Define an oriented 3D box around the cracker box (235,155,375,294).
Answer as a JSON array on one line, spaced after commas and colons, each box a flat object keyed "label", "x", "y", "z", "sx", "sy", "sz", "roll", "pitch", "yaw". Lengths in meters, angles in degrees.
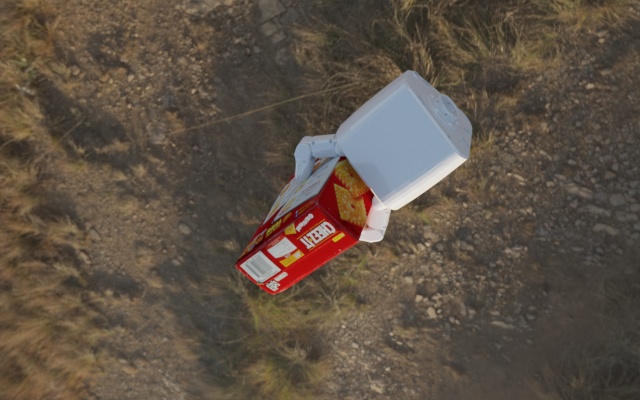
[{"label": "cracker box", "x": 0.000, "y": 0.002, "z": 0.616, "sx": 0.164, "sy": 0.072, "sz": 0.213, "roll": -38, "pitch": 15, "yaw": 37}]
